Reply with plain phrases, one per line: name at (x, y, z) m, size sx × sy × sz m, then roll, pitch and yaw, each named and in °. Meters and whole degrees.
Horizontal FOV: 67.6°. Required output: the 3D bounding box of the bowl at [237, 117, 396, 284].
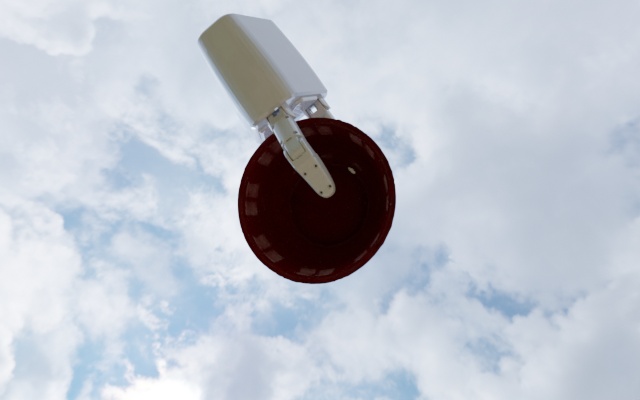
bowl at (0.001, 0.003, 0.483) m, size 0.162 × 0.162 × 0.055 m, roll 0°, pitch -6°, yaw 18°
